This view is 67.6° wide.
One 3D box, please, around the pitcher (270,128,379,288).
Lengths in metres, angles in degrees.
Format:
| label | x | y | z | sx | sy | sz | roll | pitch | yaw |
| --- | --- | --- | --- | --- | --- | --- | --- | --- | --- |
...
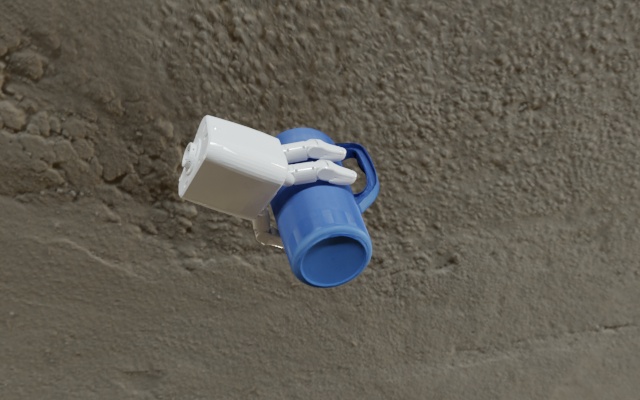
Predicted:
| label | x | y | z | sx | sy | sz | roll | pitch | yaw |
| --- | --- | --- | --- | --- | --- | --- | --- | --- | --- |
| pitcher | 0.000 | 0.002 | 0.693 | 0.145 | 0.149 | 0.242 | 18 | 29 | -27 |
